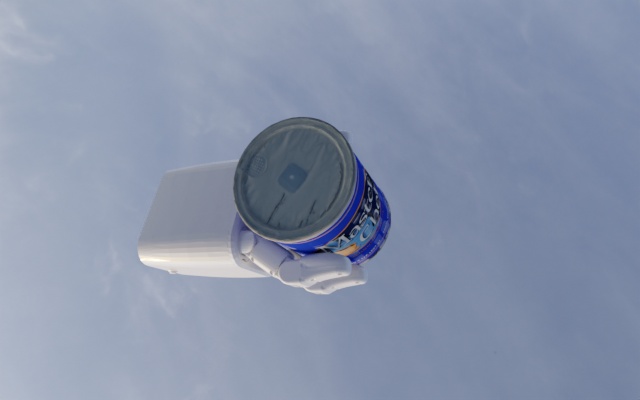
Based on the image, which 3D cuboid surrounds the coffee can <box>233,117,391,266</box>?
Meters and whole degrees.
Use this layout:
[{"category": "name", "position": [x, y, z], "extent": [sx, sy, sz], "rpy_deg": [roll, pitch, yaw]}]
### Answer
[{"category": "coffee can", "position": [0.000, 0.001, 0.431], "extent": [0.103, 0.102, 0.140], "rpy_deg": [0, -17, 20]}]
